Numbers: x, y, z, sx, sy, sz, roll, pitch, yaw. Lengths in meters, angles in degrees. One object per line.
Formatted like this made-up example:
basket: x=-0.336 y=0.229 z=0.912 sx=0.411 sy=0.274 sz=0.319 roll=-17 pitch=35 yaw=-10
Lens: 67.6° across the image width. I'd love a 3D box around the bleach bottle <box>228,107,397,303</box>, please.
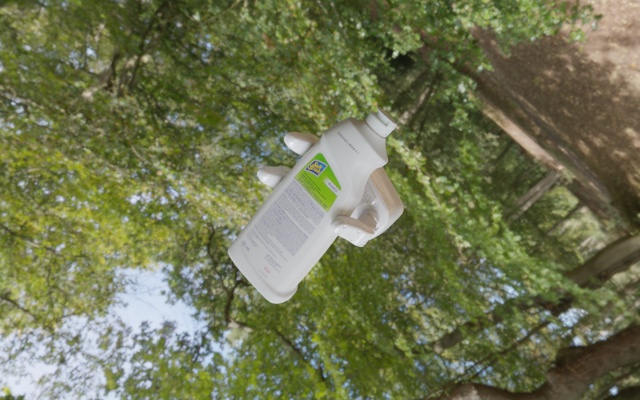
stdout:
bleach bottle: x=0.000 y=0.002 z=0.559 sx=0.102 sy=0.251 sz=0.068 roll=46 pitch=20 yaw=11
